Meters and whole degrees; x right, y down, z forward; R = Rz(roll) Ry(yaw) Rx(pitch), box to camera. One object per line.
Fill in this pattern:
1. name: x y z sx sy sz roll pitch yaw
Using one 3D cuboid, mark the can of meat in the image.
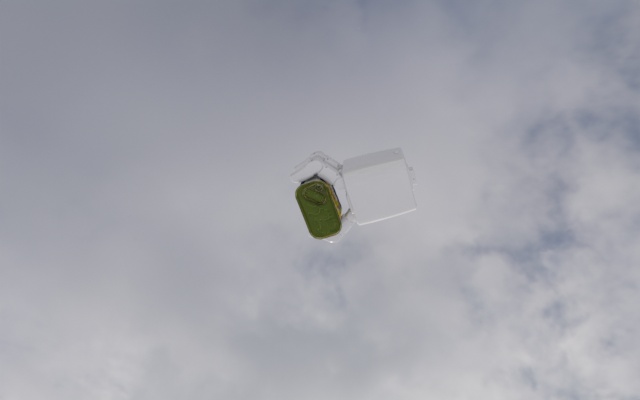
1. can of meat: 0.000 0.003 0.824 0.057 0.102 0.084 -18 17 11
